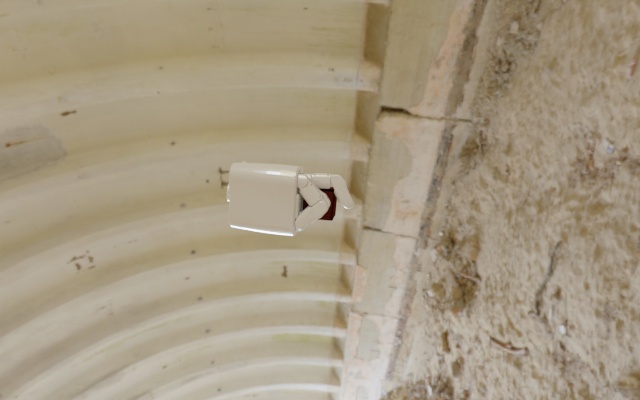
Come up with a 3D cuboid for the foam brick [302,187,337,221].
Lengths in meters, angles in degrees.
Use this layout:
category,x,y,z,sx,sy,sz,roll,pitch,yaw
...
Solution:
category,x,y,z,sx,sy,sz,roll,pitch,yaw
foam brick,0.000,0.003,0.815,0.051,0.053,0.078,5,4,5
